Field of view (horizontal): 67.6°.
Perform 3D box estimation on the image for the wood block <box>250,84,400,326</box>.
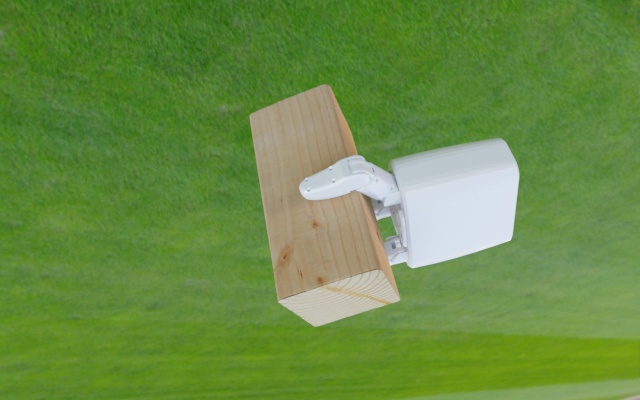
[{"bbox_3d":[0.000,0.001,0.466,0.090,0.206,0.091,-20,-32,10],"label":"wood block"}]
